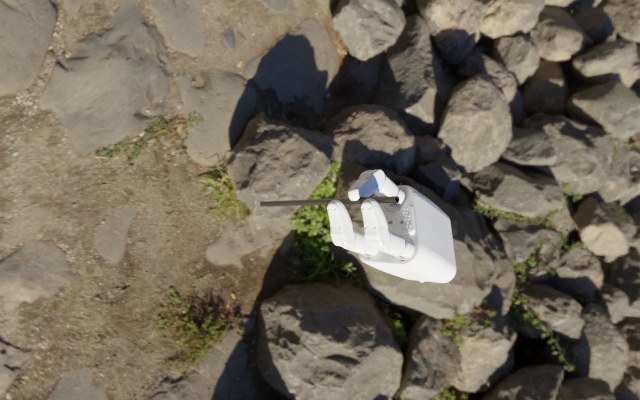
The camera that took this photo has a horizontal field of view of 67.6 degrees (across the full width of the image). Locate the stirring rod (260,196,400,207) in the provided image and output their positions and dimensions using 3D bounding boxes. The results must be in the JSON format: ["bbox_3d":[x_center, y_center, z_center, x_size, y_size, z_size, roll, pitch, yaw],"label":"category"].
[{"bbox_3d":[0.000,0.002,0.618,0.239,0.011,0.011,-2,-2,44],"label":"stirring rod"}]
